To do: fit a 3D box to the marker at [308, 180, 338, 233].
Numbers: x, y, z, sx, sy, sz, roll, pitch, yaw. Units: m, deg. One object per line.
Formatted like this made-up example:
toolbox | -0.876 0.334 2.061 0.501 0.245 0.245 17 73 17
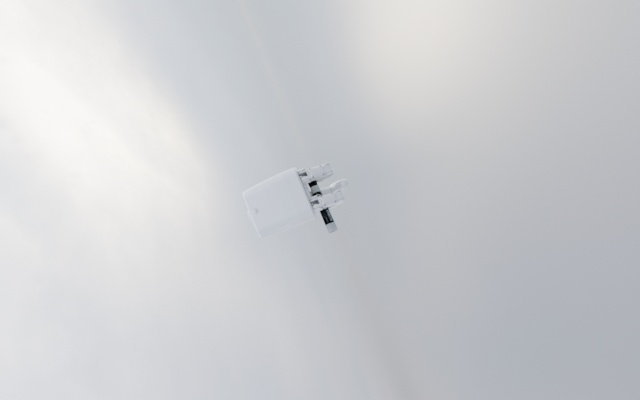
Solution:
marker | 0.000 0.003 0.895 0.020 0.121 0.020 -22 -11 -5
